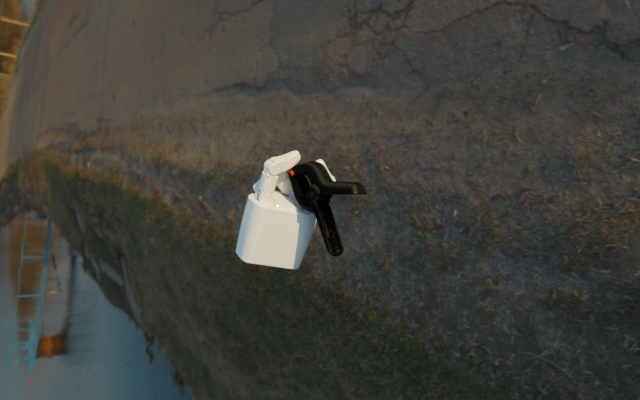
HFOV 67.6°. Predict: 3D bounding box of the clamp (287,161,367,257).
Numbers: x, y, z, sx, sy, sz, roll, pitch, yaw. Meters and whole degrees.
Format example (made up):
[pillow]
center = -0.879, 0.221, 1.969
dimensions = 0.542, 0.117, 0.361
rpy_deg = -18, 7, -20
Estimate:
[clamp]
center = 0.000, 0.002, 0.727
dimensions = 0.039, 0.120, 0.171
rpy_deg = 5, 21, -37
